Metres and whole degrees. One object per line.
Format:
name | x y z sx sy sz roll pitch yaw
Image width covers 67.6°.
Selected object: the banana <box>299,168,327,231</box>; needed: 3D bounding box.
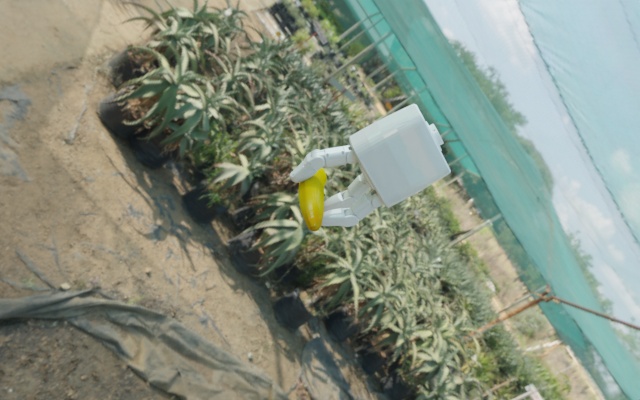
banana | -0.007 -0.015 0.728 0.037 0.069 0.197 -23 12 11
